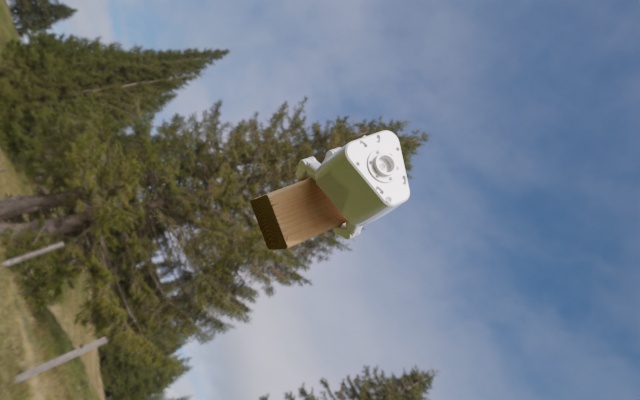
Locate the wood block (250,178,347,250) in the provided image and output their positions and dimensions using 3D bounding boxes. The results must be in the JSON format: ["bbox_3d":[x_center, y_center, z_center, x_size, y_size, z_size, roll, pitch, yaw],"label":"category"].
[{"bbox_3d":[0.001,0.003,0.806,0.206,0.091,0.090,-22,3,-27],"label":"wood block"}]
